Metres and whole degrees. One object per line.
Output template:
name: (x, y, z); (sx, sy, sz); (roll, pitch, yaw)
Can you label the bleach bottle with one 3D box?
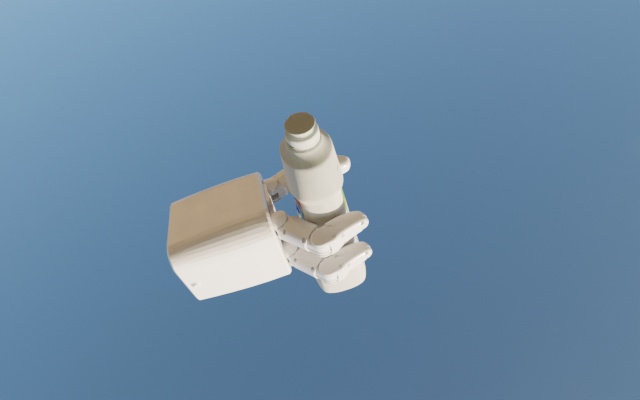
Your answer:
bleach bottle: (0.000, 0.002, 0.519); (0.068, 0.102, 0.251); (-18, -39, -2)
